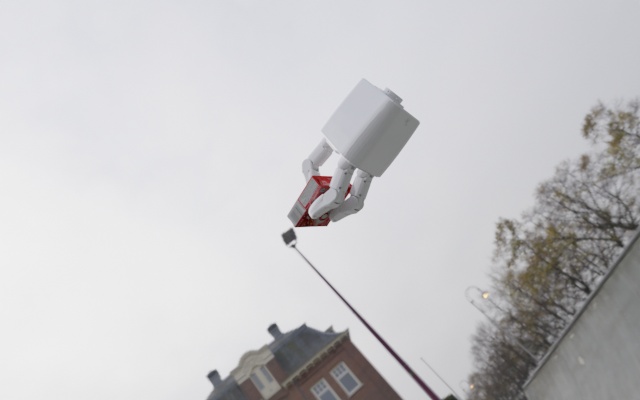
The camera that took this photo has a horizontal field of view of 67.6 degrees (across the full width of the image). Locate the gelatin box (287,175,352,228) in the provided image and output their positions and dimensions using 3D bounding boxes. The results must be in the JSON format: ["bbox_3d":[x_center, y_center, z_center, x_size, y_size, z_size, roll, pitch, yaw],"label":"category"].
[{"bbox_3d":[0.000,0.002,0.747,0.073,0.089,0.030,1,42,-46],"label":"gelatin box"}]
